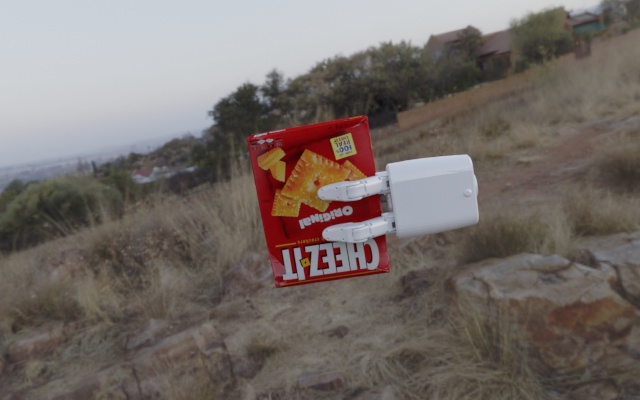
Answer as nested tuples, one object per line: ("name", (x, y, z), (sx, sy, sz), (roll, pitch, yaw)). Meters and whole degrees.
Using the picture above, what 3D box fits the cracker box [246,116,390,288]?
("cracker box", (0.000, 0.002, 0.660), (0.164, 0.214, 0.072), (-9, 9, 5))
